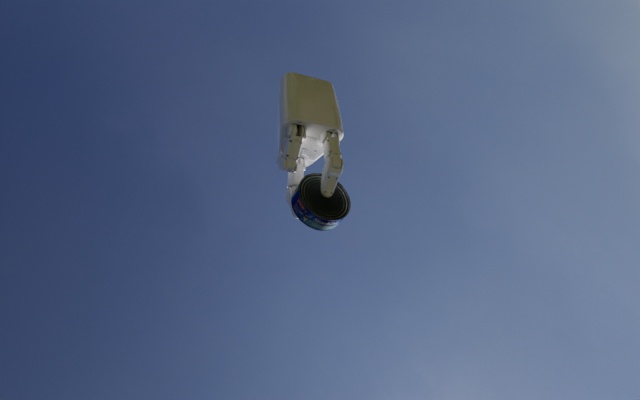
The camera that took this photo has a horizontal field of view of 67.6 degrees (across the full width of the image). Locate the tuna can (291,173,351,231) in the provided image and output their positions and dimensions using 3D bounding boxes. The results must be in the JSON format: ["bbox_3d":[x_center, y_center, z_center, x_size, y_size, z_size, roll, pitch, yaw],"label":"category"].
[{"bbox_3d":[0.000,0.003,0.717,0.086,0.086,0.034,0,-34,-32],"label":"tuna can"}]
